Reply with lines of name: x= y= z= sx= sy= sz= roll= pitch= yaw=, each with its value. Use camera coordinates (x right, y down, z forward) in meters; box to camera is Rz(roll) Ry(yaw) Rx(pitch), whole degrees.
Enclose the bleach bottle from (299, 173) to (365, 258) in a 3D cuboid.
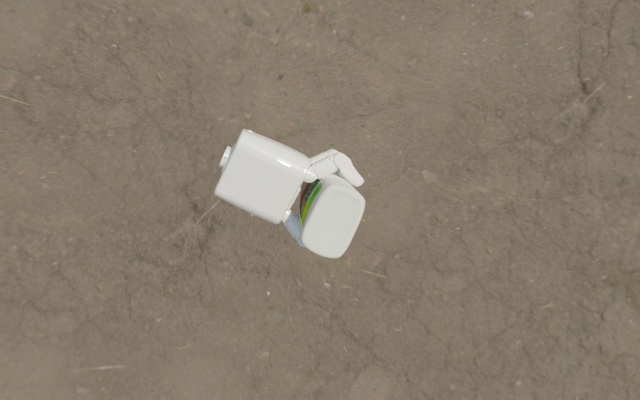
bleach bottle: x=0.000 y=0.002 z=0.746 sx=0.068 sy=0.102 sz=0.250 roll=24 pitch=7 yaw=-13
